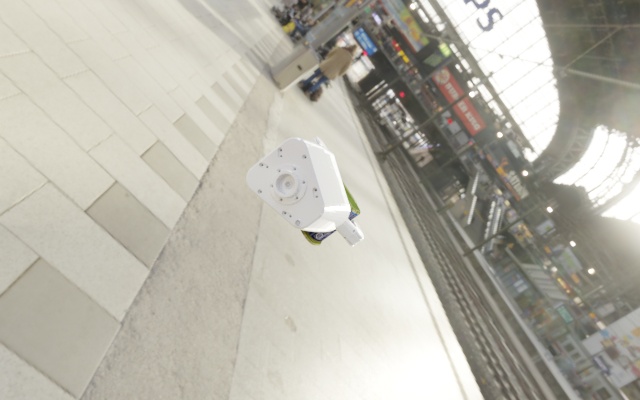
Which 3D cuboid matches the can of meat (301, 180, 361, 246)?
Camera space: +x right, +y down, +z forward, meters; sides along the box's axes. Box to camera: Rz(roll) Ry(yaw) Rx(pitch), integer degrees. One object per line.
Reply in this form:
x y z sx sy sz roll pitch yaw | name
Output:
0.000 0.002 0.718 0.084 0.102 0.057 -37 -18 13 | can of meat
